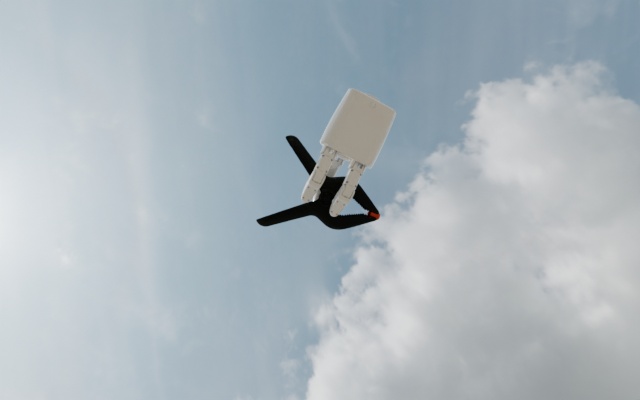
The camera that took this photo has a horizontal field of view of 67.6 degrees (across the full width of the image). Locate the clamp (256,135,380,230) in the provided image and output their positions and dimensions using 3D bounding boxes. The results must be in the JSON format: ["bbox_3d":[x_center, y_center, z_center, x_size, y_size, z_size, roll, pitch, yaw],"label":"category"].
[{"bbox_3d":[0.001,0.003,0.838,0.210,0.164,0.036,26,1,-8],"label":"clamp"}]
